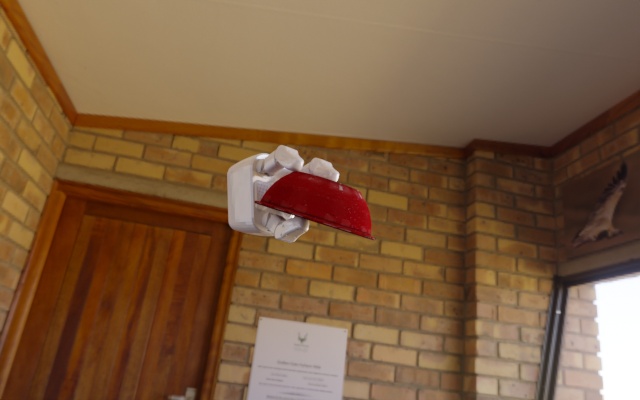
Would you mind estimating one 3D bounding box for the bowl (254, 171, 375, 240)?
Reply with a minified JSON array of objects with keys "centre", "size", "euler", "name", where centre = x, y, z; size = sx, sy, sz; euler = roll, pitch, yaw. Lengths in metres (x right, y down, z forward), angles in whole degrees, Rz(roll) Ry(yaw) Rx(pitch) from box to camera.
[{"centre":[0.001,0.002,0.612],"size":[0.162,0.055,0.162],"euler":[18,-2,1],"name":"bowl"}]
